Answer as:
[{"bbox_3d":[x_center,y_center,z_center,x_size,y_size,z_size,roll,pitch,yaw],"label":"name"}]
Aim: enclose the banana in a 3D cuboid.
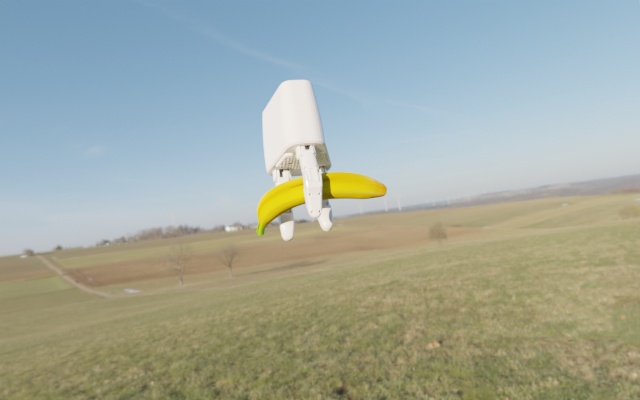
[{"bbox_3d":[-0.008,-0.008,0.666,0.198,0.037,0.070,-17,-39,7],"label":"banana"}]
